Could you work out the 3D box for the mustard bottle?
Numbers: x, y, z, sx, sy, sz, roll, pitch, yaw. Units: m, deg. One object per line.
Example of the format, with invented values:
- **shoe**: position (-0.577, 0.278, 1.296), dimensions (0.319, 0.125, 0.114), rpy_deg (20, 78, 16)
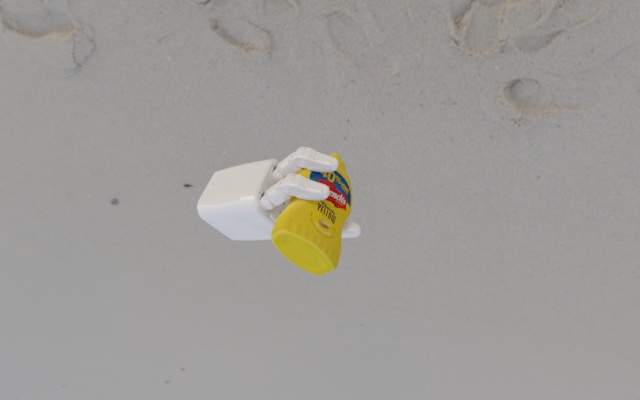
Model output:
- **mustard bottle**: position (0.000, 0.002, 0.665), dimensions (0.096, 0.191, 0.058), rpy_deg (39, -46, -22)
